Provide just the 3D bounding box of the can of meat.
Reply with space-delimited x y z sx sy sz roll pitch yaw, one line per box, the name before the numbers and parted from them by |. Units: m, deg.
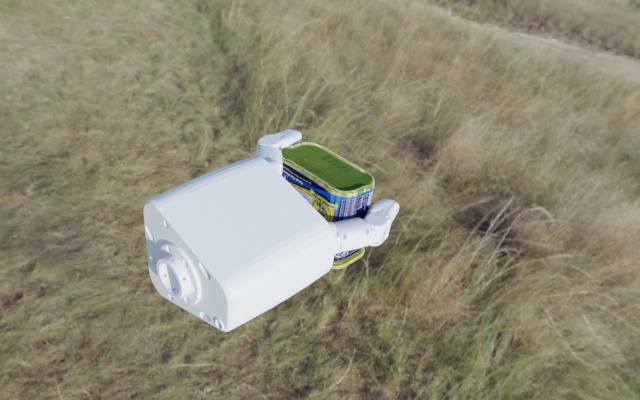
can of meat | 0.000 0.001 0.460 0.057 0.084 0.102 -24 44 -39
